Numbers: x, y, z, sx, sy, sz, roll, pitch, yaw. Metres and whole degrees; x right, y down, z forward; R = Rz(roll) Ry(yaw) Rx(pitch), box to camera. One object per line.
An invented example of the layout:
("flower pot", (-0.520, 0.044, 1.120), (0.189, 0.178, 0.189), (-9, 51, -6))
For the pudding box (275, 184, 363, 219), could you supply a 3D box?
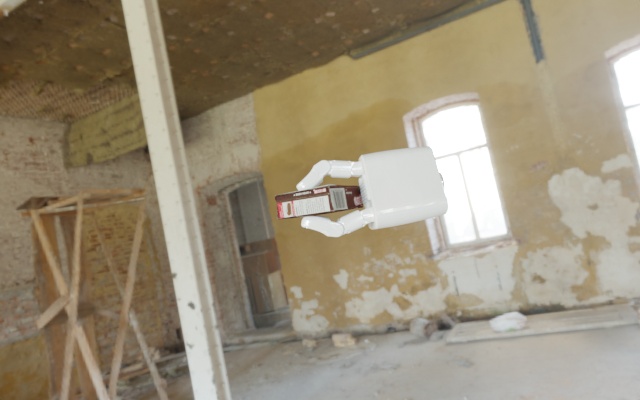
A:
("pudding box", (0.000, 0.002, 0.697), (0.090, 0.039, 0.113), (-10, -5, 26))
